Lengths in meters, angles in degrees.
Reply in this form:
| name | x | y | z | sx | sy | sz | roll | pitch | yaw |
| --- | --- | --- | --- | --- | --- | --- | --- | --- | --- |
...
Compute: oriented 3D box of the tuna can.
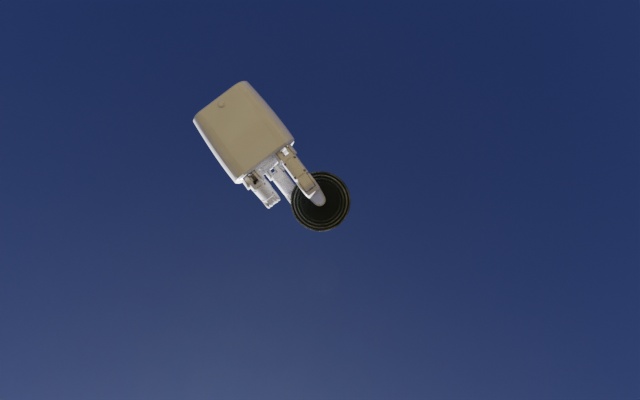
| name | x | y | z | sx | sy | sz | roll | pitch | yaw |
| --- | --- | --- | --- | --- | --- | --- | --- | --- | --- |
| tuna can | 0.000 | 0.002 | 0.692 | 0.086 | 0.086 | 0.034 | 0 | -5 | 0 |
